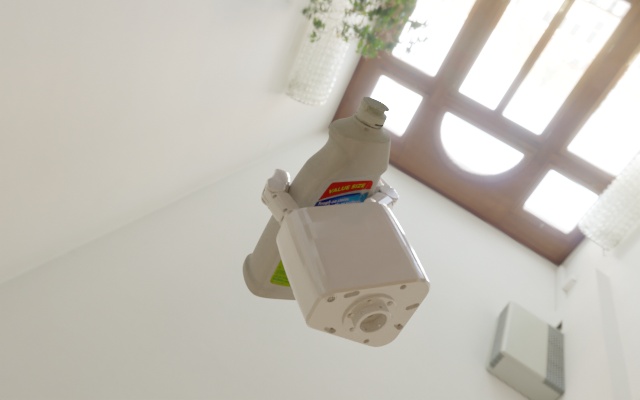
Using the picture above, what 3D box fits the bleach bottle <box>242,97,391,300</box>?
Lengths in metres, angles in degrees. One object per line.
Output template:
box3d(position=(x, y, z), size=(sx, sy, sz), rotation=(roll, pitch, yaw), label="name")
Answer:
box3d(position=(0.000, 0.002, 0.527), size=(0.102, 0.251, 0.068), rotation=(10, 33, -27), label="bleach bottle")
